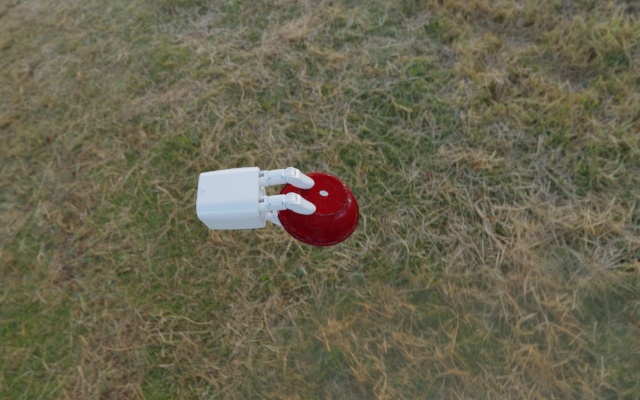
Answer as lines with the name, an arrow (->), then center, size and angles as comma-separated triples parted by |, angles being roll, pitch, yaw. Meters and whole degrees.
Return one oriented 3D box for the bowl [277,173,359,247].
bowl -> 0.001, 0.002, 0.892 | 0.162, 0.162, 0.055 | 0, -33, -12
